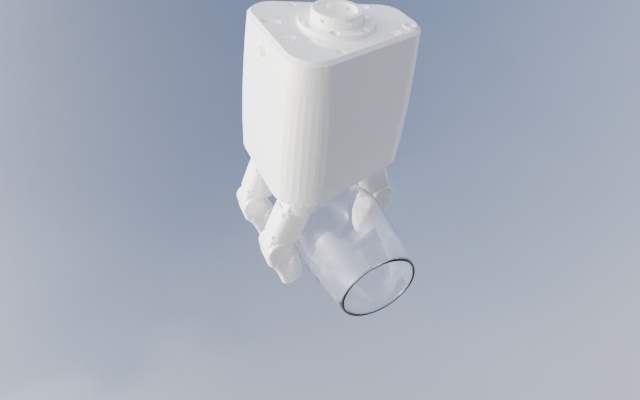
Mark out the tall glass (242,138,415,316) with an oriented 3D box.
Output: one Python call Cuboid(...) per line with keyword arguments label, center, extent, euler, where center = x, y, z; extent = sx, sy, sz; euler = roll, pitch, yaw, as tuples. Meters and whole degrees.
Cuboid(label="tall glass", center=(0.000, 0.001, 0.412), extent=(0.079, 0.079, 0.201), euler=(0, 40, -34))
